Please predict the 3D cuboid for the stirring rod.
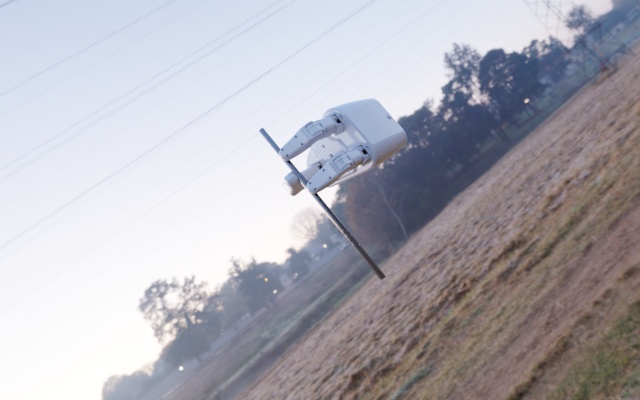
[{"bbox_3d":[0.000,0.002,0.591,0.011,0.239,0.011,-39,-8,-6],"label":"stirring rod"}]
